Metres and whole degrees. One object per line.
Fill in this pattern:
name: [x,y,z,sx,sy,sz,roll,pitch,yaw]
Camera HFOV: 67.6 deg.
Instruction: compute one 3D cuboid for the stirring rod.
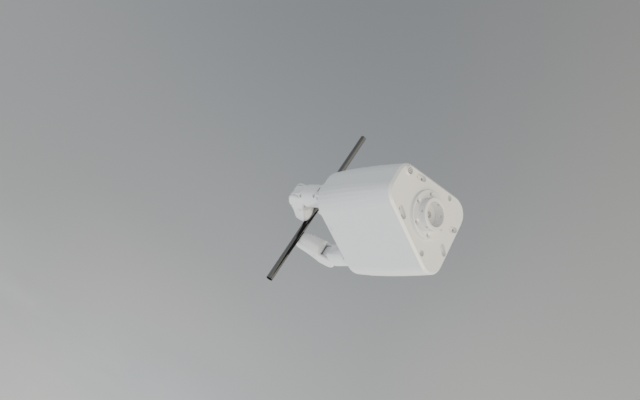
stirring rod: [0.000,0.002,0.609,0.011,0.239,0.011,26,-28,15]
